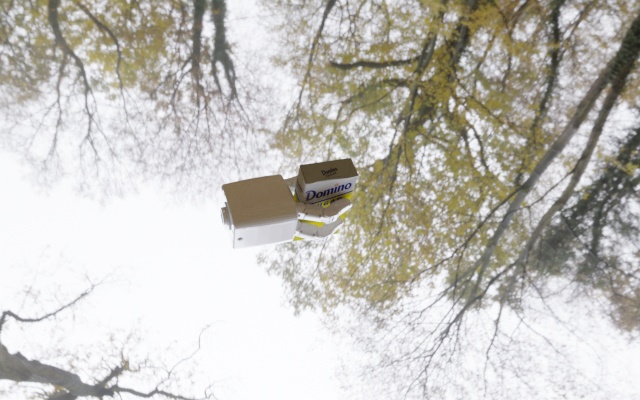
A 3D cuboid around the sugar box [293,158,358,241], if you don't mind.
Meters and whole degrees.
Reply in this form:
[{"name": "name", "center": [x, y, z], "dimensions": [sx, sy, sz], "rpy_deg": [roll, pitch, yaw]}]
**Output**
[{"name": "sugar box", "center": [0.000, 0.003, 0.833], "dimensions": [0.093, 0.048, 0.176], "rpy_deg": [-10, -31, -18]}]
